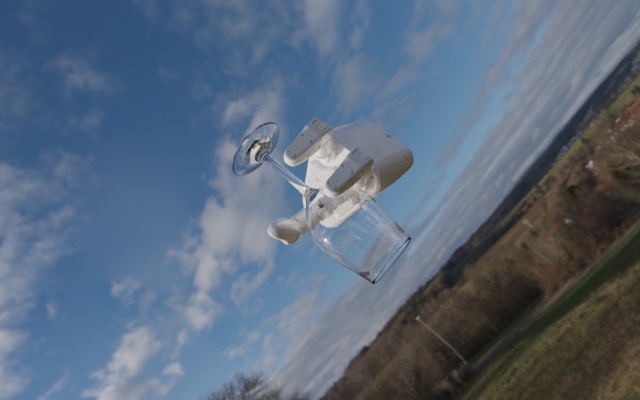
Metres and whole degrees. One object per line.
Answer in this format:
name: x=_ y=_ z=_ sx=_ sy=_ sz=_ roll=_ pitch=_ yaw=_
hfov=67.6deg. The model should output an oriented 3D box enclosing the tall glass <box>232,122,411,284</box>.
tall glass: x=-0.001 y=0.001 z=0.517 sx=0.201 sy=0.079 sz=0.079 roll=40 pitch=13 yaw=17
